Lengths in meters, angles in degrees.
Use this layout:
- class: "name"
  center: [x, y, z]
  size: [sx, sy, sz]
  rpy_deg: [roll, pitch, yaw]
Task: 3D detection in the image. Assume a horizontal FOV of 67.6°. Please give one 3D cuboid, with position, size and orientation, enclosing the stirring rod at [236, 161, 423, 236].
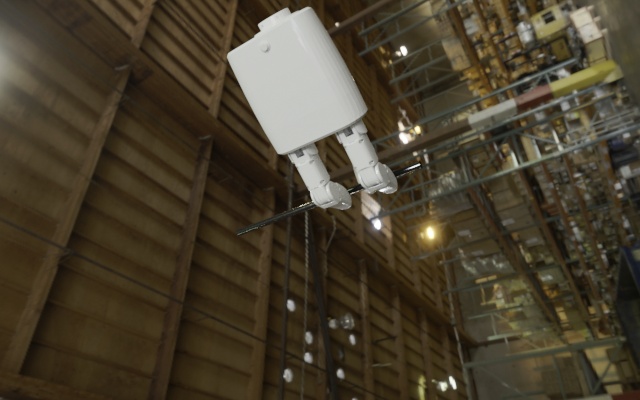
- class: "stirring rod"
  center: [0.000, 0.002, 0.534]
  size: [0.239, 0.011, 0.011]
  rpy_deg: [-21, -9, 26]
